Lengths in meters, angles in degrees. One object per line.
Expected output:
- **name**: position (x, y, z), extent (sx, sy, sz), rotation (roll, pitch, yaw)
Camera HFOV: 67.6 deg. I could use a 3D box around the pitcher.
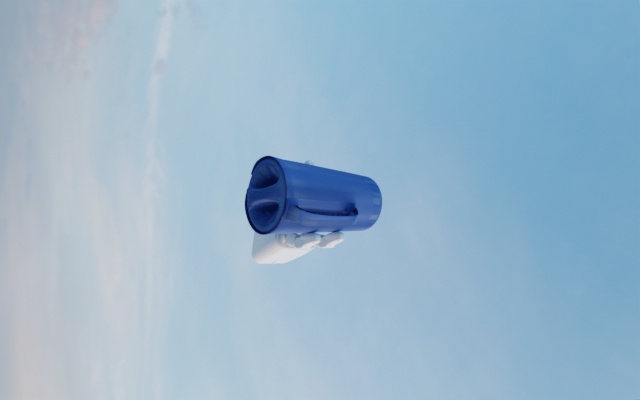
- **pitcher**: position (0.000, 0.003, 0.863), extent (0.243, 0.149, 0.145), rotation (5, -28, -38)
